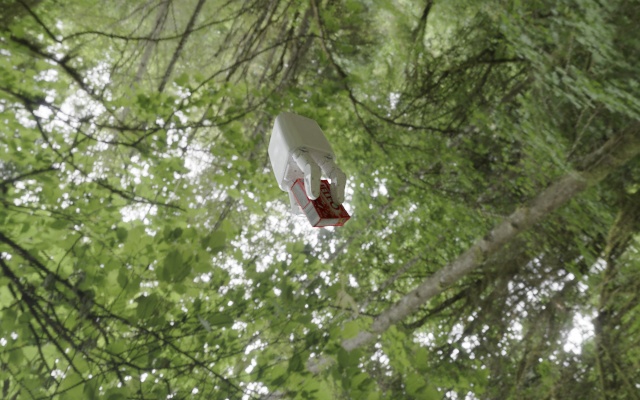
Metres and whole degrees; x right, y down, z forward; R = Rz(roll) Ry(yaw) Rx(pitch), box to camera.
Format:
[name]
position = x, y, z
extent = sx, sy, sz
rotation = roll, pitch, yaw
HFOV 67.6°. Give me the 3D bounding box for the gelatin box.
[gelatin box]
position = 0.000, 0.003, 0.813
extent = 0.073, 0.089, 0.030
rotation = 0, -39, -45
